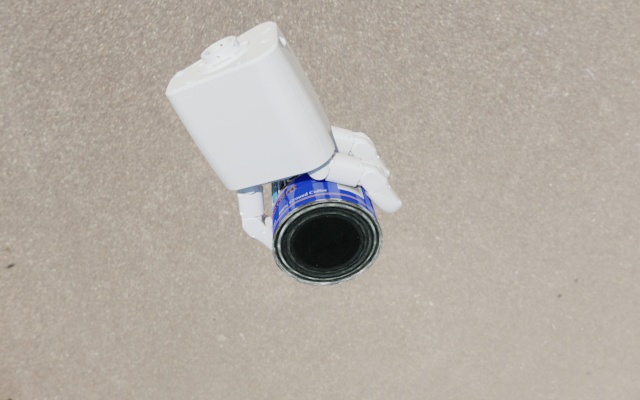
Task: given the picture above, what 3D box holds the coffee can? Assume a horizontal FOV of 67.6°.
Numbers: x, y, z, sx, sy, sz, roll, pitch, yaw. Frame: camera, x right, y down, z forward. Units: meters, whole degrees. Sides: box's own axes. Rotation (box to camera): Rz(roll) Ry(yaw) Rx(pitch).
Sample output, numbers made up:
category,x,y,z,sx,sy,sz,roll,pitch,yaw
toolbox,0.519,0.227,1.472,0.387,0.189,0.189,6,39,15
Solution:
category,x,y,z,sx,sy,sz,roll,pitch,yaw
coffee can,0.000,0.002,0.491,0.103,0.103,0.140,0,35,-7
